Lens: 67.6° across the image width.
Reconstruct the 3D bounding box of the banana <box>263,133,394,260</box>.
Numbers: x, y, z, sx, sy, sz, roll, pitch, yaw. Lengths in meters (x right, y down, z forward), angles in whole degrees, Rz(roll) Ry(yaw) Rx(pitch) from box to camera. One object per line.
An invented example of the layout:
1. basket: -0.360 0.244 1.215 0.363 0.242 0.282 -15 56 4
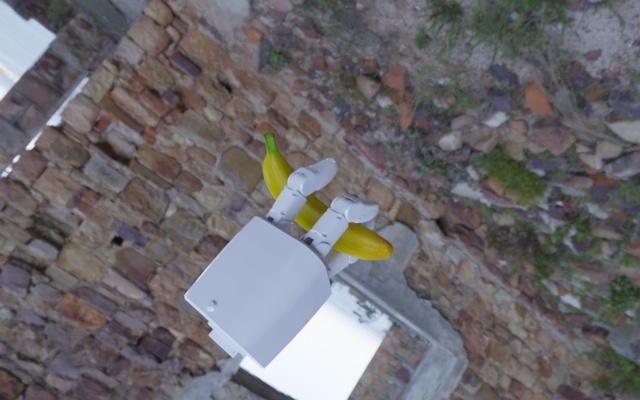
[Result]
1. banana: -0.004 0.010 0.531 0.037 0.197 0.070 -38 -21 -27
